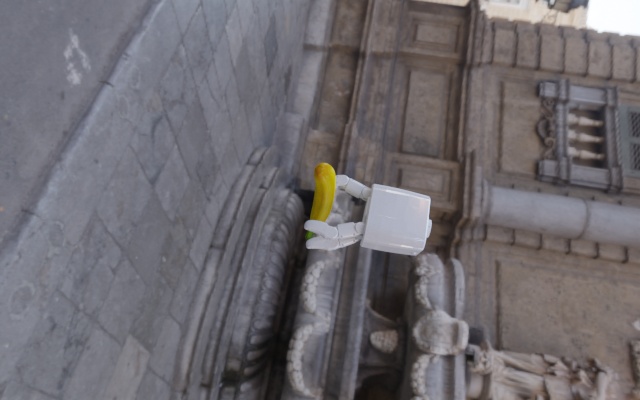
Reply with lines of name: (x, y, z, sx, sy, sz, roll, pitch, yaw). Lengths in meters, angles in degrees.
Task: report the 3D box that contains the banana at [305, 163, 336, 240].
banana: (0.004, -0.009, 0.825, 0.037, 0.069, 0.198, 14, -39, 5)
